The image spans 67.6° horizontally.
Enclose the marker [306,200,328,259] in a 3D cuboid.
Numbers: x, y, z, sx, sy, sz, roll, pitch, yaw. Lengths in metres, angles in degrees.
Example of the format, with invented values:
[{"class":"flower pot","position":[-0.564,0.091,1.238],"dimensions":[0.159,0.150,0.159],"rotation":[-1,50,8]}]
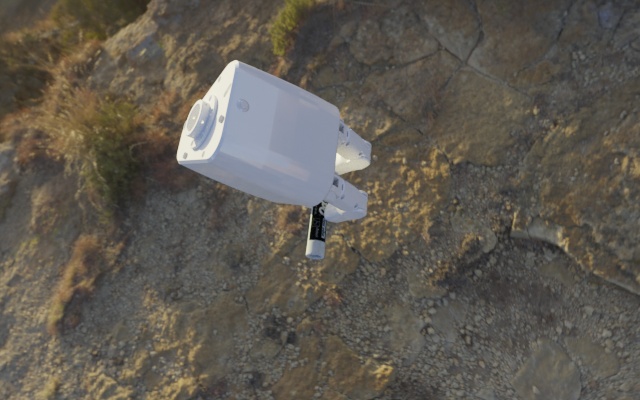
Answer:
[{"class":"marker","position":[0.000,0.002,0.506],"dimensions":[0.020,0.121,0.020],"rotation":[5,-22,2]}]
